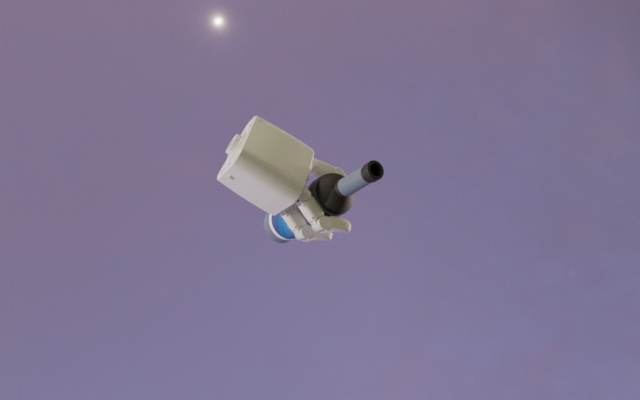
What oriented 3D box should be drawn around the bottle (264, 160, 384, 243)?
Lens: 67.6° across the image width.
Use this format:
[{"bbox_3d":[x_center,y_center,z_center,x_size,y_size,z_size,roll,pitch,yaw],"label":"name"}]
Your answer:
[{"bbox_3d":[0.000,0.003,0.745,0.069,0.069,0.296,0,-17,-31],"label":"bottle"}]
